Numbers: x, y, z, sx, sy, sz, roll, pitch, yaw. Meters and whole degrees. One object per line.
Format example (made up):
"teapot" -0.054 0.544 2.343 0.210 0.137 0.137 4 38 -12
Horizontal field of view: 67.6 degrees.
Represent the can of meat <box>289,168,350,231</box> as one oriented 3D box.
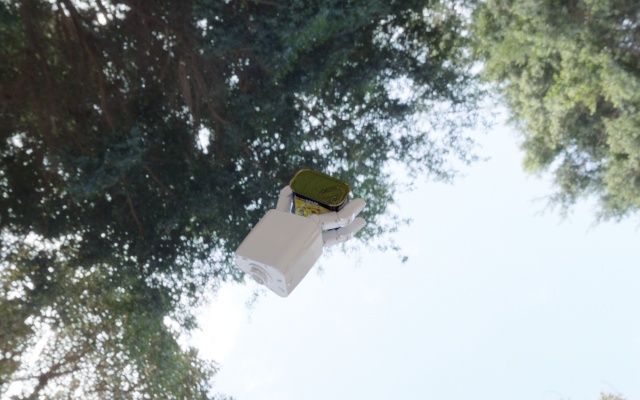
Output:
"can of meat" 0.000 0.003 0.833 0.102 0.057 0.084 21 -37 20
